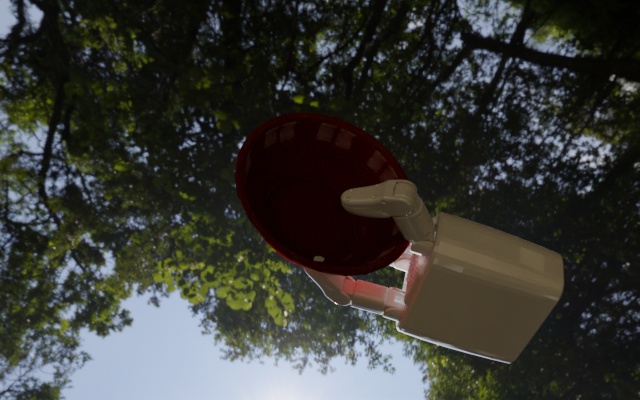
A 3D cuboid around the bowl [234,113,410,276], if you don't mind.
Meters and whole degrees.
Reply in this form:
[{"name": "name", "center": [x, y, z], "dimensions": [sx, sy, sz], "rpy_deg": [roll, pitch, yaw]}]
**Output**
[{"name": "bowl", "center": [-0.001, 0.001, 0.418], "dimensions": [0.162, 0.162, 0.055], "rpy_deg": [0, -32, -24]}]
